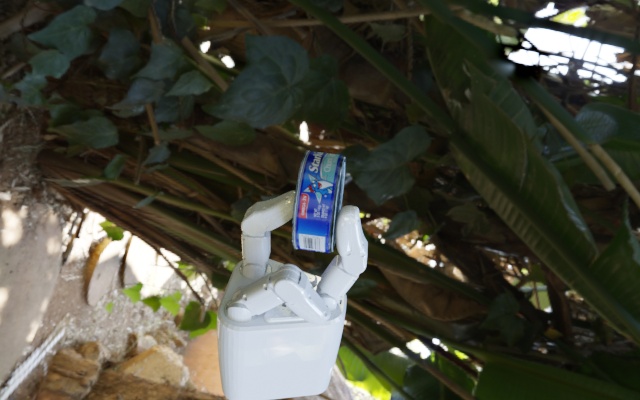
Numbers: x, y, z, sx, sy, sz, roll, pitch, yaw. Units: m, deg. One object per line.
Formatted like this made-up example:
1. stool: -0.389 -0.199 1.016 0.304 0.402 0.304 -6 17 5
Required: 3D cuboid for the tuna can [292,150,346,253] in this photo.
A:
1. tuna can: 0.001 0.001 0.410 0.034 0.086 0.086 7 1 6
